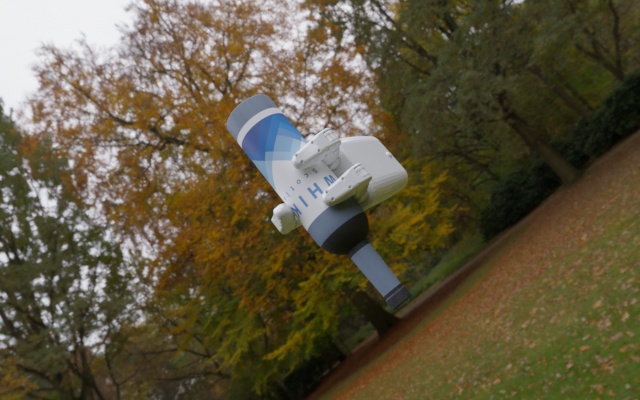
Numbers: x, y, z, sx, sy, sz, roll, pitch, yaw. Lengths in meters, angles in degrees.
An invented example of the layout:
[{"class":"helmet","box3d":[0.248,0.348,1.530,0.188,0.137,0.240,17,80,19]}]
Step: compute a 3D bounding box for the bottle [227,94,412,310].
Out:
[{"class":"bottle","box3d":[0.000,0.002,0.560,0.069,0.295,0.069,-36,-15,-11]}]
